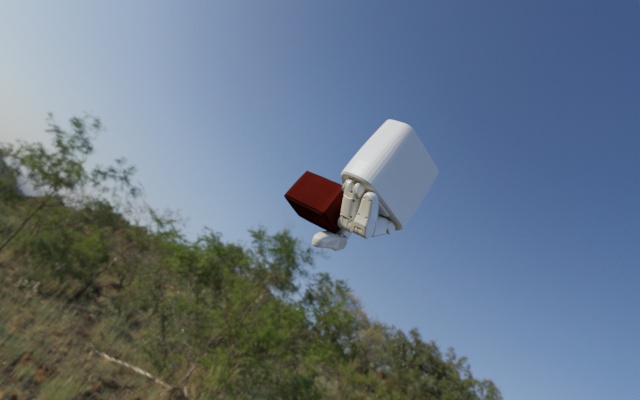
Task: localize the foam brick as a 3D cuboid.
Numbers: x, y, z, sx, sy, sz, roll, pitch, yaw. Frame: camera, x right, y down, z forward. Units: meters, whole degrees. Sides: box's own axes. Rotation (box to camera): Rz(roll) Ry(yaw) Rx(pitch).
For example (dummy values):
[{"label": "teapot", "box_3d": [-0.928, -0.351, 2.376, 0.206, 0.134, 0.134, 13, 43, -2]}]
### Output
[{"label": "foam brick", "box_3d": [0.000, 0.002, 0.669, 0.078, 0.051, 0.053, 25, -22, 37]}]
